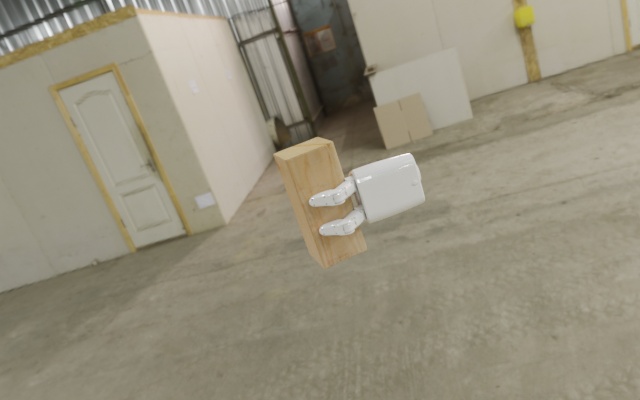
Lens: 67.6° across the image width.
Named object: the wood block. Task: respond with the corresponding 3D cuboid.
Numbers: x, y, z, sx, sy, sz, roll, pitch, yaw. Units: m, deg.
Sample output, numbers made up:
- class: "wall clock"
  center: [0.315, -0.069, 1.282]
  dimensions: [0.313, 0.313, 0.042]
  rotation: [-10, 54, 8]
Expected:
- class: "wood block"
  center: [0.000, 0.002, 0.848]
  dimensions: [0.090, 0.206, 0.091]
  rotation: [-23, 19, -12]
